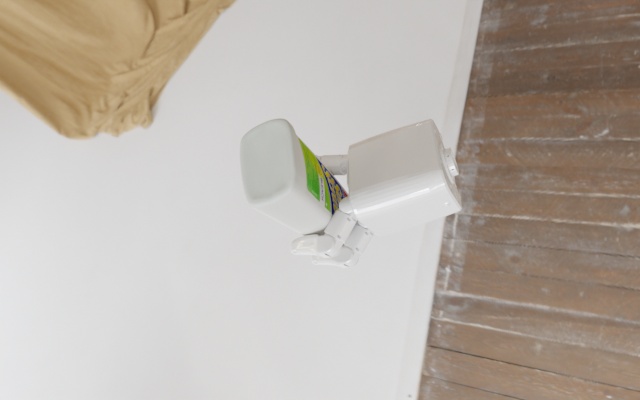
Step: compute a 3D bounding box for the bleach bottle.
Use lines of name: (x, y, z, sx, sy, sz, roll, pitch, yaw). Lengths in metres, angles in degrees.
bleach bottle: (0.000, 0.002, 0.594, 0.068, 0.102, 0.251, -20, -28, 21)
